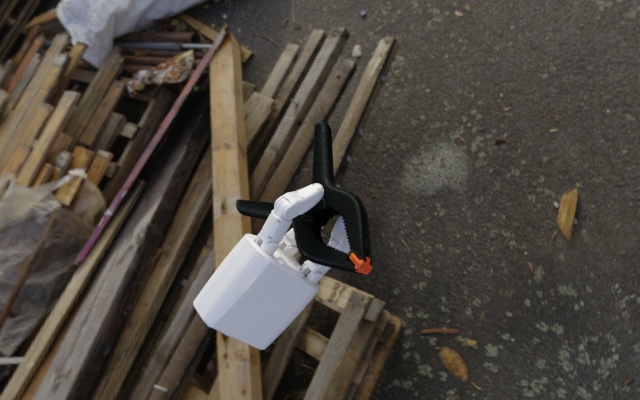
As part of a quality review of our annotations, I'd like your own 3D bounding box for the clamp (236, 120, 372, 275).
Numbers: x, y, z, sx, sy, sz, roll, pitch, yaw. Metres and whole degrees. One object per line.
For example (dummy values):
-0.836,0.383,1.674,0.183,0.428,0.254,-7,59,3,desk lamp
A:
0.000,0.002,0.576,0.210,0.164,0.036,42,4,37,clamp
